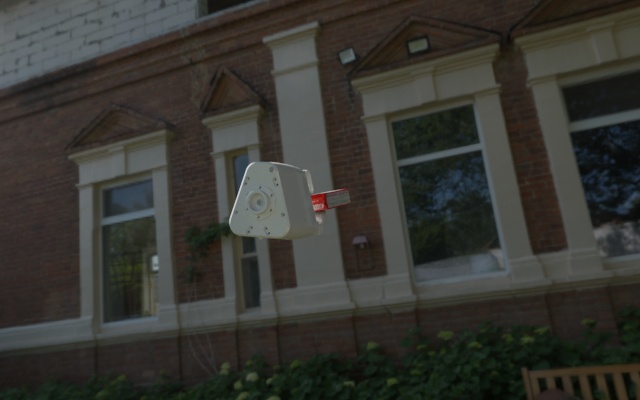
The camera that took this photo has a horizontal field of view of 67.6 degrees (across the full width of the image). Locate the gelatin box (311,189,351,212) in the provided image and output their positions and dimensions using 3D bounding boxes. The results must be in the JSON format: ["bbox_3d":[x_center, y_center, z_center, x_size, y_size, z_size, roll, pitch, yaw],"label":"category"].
[{"bbox_3d":[0.000,0.002,0.820,0.073,0.030,0.089,-10,2,31],"label":"gelatin box"}]
